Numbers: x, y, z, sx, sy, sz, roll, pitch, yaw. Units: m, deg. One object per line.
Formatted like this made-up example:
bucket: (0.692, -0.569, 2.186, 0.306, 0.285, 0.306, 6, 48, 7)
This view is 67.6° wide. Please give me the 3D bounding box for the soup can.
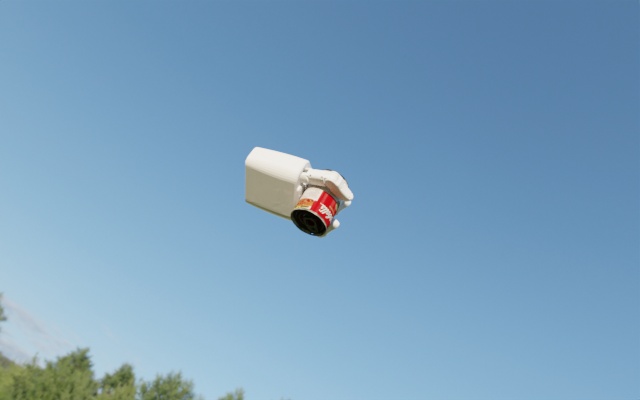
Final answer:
soup can: (0.001, 0.003, 0.837, 0.068, 0.102, 0.069, 19, -37, 15)
